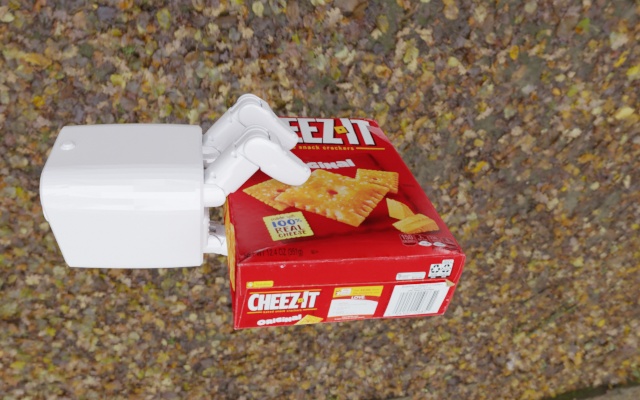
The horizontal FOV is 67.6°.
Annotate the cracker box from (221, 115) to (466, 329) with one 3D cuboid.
[{"bbox_3d":[0.000,0.002,0.410,0.164,0.072,0.213,0,36,-15],"label":"cracker box"}]
